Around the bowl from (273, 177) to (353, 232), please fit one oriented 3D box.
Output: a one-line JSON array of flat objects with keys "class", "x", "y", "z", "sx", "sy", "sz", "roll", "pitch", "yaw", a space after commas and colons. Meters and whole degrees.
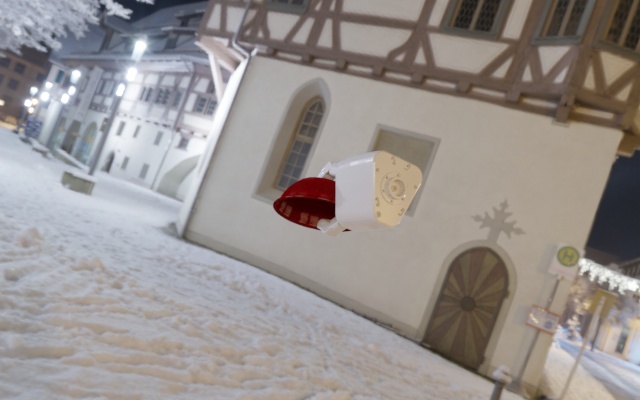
[{"class": "bowl", "x": -0.001, "y": 0.003, "z": 0.847, "sx": 0.162, "sy": 0.055, "sz": 0.162, "roll": 10, "pitch": -22, "yaw": 4}]
